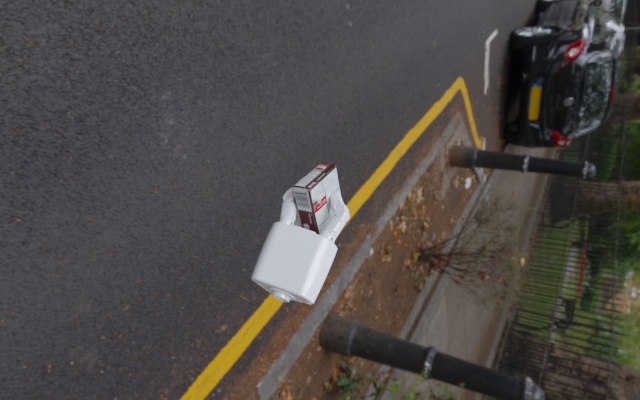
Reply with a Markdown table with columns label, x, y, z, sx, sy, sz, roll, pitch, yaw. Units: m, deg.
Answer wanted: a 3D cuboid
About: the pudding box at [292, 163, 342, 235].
| label | x | y | z | sx | sy | sz | roll | pitch | yaw |
| --- | --- | --- | --- | --- | --- | --- | --- | --- | --- |
| pudding box | 0.000 | 0.003 | 0.855 | 0.039 | 0.114 | 0.090 | 12 | 39 | 32 |
